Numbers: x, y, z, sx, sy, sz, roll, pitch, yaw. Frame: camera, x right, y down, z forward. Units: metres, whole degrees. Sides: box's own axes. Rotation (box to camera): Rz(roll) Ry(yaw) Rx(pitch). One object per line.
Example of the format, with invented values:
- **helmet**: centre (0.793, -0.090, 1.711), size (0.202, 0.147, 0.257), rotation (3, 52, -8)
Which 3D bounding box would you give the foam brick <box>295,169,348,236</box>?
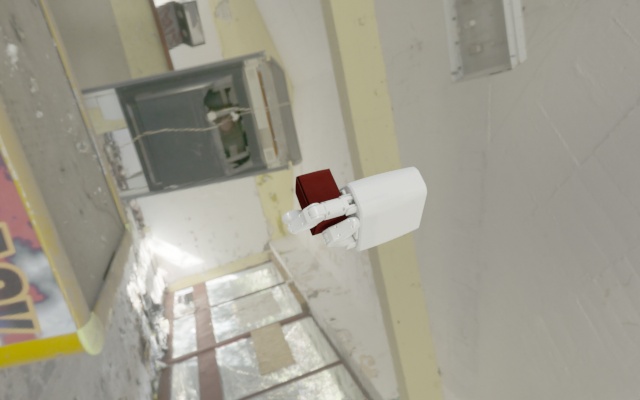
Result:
- **foam brick**: centre (0.000, 0.002, 0.692), size (0.051, 0.078, 0.053), rotation (-18, -21, -13)
